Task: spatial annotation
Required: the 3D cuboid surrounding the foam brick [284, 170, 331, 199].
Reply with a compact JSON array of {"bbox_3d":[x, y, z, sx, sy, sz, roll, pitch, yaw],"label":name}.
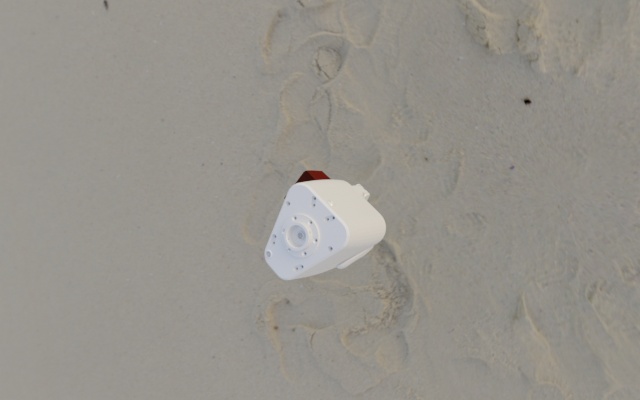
[{"bbox_3d":[0.000,0.002,0.658,0.078,0.053,0.051,46,22,19],"label":"foam brick"}]
